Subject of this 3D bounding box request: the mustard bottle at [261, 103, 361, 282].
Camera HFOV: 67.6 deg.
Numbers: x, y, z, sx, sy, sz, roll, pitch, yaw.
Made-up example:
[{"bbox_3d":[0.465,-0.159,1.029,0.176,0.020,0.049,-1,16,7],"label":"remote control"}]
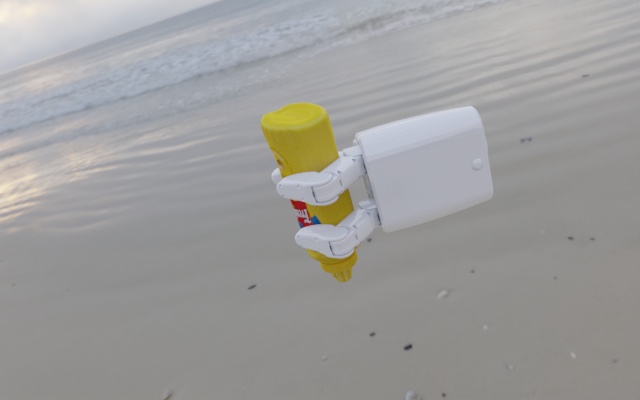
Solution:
[{"bbox_3d":[0.000,0.001,0.482,0.058,0.192,0.096,-27,26,-17],"label":"mustard bottle"}]
